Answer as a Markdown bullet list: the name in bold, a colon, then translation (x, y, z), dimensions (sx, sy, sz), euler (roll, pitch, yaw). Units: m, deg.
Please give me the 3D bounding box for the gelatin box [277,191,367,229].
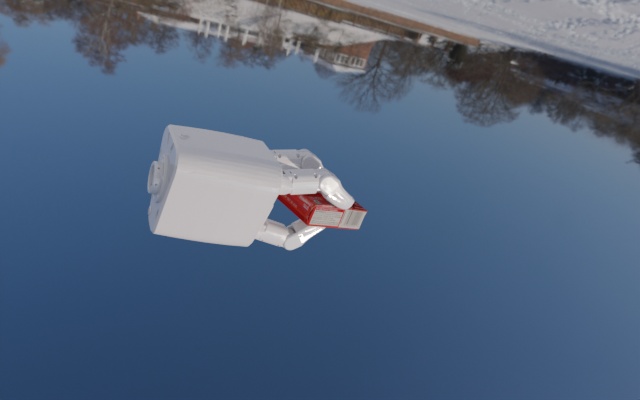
- **gelatin box**: translation (0.000, 0.002, 0.569), dimensions (0.089, 0.030, 0.073), euler (8, 24, -43)
